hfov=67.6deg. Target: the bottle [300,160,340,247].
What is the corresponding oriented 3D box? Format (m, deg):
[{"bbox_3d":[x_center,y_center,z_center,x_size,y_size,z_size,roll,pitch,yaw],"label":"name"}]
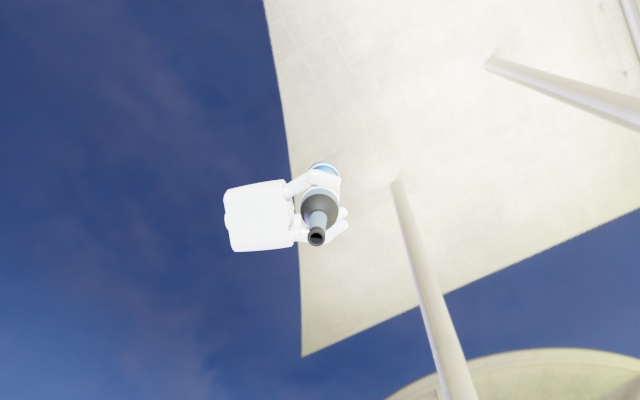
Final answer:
[{"bbox_3d":[0.000,0.003,0.843,0.069,0.069,0.295,0,22,3],"label":"bottle"}]
